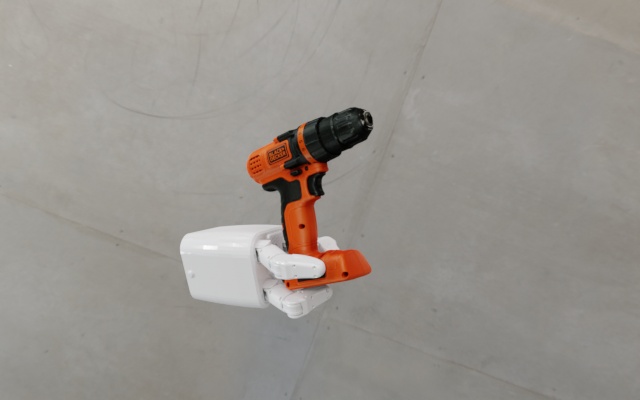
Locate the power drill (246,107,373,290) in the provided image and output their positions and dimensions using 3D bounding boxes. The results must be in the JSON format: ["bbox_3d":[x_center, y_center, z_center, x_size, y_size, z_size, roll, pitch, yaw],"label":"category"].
[{"bbox_3d":[0.000,0.002,0.556,0.184,0.187,0.057,-19,-10,40],"label":"power drill"}]
